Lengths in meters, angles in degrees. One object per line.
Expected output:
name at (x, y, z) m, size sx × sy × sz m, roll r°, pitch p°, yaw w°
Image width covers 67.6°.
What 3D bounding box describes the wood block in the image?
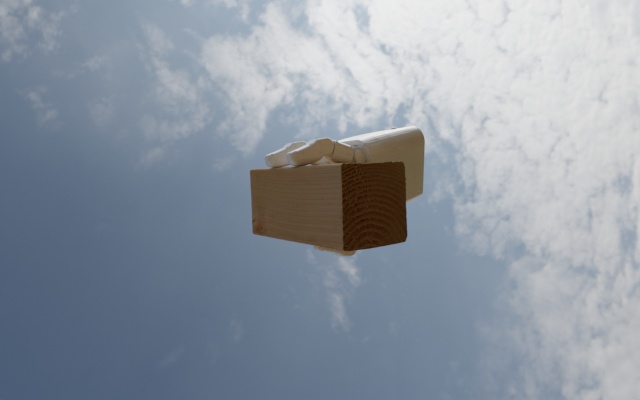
wood block at (0.000, 0.002, 0.582) m, size 0.090 × 0.091 × 0.206 m, roll -5°, pitch 4°, yaw -34°
